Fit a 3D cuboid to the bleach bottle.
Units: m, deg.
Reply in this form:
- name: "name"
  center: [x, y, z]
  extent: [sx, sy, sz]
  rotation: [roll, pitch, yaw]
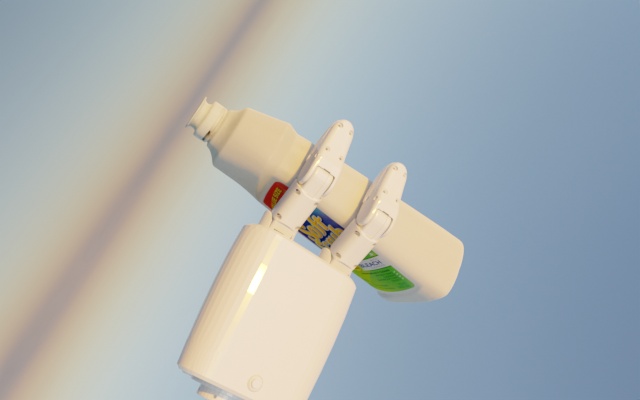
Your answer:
- name: "bleach bottle"
  center: [0.000, 0.001, 0.407]
  extent: [0.251, 0.068, 0.102]
  rotation: [34, -24, -19]
